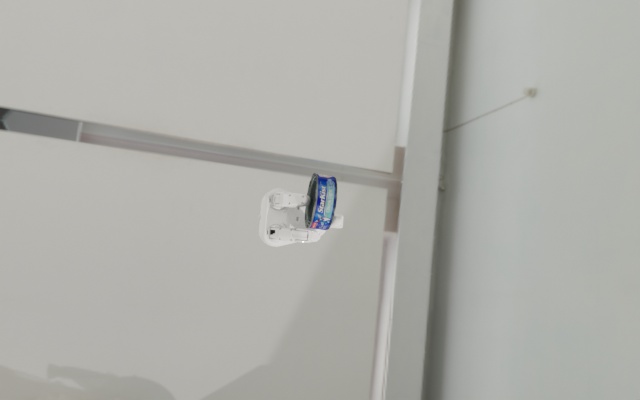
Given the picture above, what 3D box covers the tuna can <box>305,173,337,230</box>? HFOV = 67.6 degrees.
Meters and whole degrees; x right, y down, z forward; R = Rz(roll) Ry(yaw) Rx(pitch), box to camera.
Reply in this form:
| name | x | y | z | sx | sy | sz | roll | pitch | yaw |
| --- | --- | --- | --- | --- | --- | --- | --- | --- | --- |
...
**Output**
| name | x | y | z | sx | sy | sz | roll | pitch | yaw |
| --- | --- | --- | --- | --- | --- | --- | --- | --- | --- |
| tuna can | 0.001 | 0.002 | 0.737 | 0.034 | 0.086 | 0.086 | 8 | -2 | -10 |
